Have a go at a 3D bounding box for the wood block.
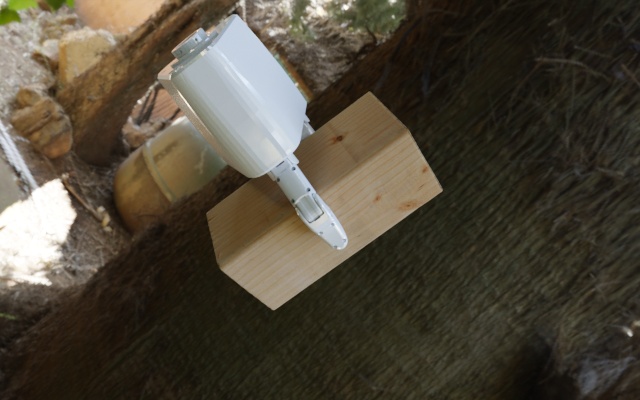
[{"bbox_3d":[0.000,0.001,0.474,0.206,0.090,0.090,-36,39,6],"label":"wood block"}]
